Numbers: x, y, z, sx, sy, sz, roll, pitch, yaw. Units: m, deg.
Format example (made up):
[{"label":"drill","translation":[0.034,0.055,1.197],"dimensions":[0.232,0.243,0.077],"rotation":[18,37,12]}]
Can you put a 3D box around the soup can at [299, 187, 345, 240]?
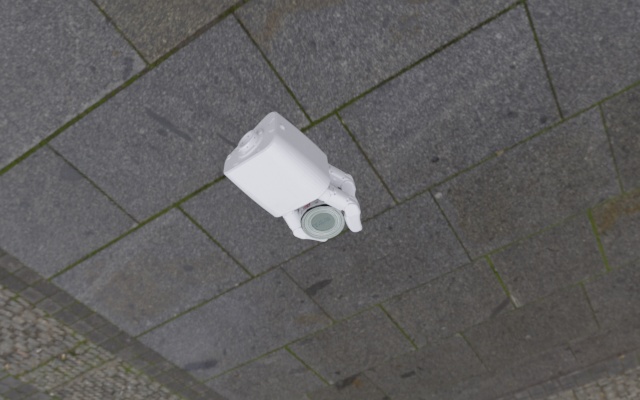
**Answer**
[{"label":"soup can","translation":[0.000,0.003,0.739],"dimensions":[0.068,0.069,0.102],"rotation":[0,38,-5]}]
